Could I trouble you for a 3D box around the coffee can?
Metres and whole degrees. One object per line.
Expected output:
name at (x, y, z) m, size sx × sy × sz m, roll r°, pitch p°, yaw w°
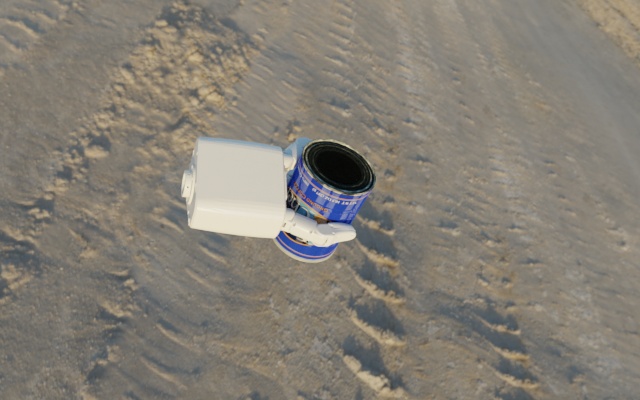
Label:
coffee can at (0.000, 0.002, 0.648) m, size 0.103 × 0.102 × 0.140 m, roll 0°, pitch -42°, yaw -29°
